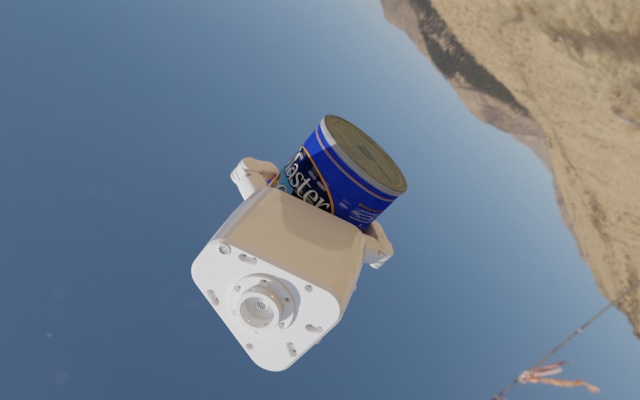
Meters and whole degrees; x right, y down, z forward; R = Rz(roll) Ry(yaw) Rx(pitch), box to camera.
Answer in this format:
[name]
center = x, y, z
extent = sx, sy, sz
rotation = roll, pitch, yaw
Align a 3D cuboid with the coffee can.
[coffee can]
center = 0.000, 0.001, 0.472
extent = 0.140, 0.102, 0.103
rotation = -47, -23, 23
